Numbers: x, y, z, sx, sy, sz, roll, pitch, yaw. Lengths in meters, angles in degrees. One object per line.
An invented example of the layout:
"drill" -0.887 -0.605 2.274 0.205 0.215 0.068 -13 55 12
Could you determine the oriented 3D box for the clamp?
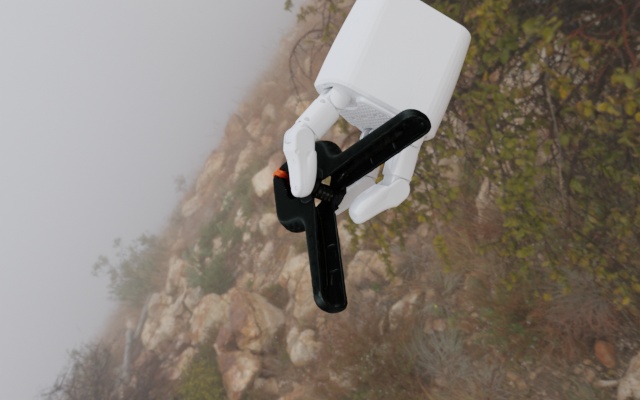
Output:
"clamp" -0.001 0.001 0.431 0.036 0.164 0.210 27 -8 -27
